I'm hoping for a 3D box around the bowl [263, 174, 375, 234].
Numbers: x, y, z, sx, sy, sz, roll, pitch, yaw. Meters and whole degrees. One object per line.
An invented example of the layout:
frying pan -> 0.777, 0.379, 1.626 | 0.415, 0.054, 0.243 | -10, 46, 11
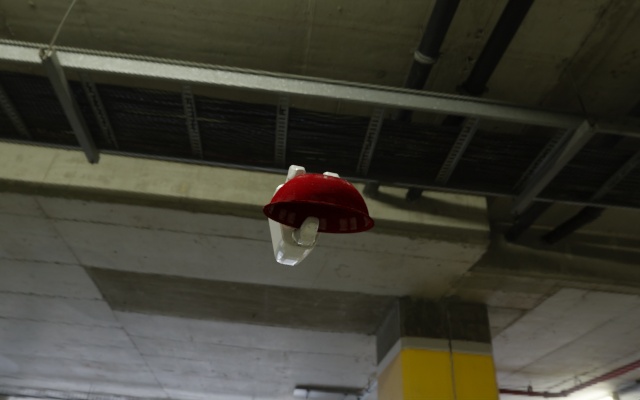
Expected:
bowl -> 0.001, 0.002, 0.692 | 0.162, 0.055, 0.162 | 7, -16, 2
